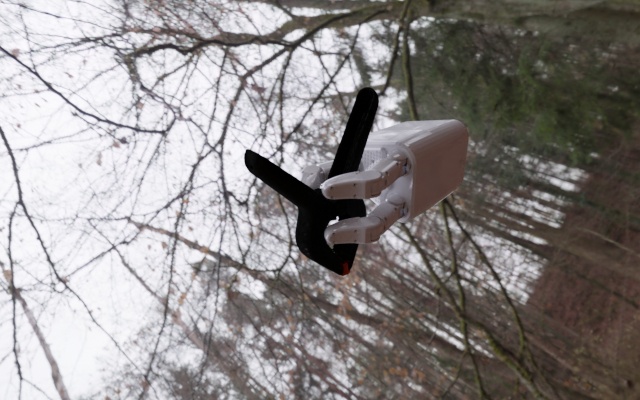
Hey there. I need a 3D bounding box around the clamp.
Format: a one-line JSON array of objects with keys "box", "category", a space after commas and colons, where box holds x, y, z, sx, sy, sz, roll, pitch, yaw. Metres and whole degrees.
[{"box": [0.000, 0.002, 0.503, 0.164, 0.210, 0.036, -26, 38, -33], "category": "clamp"}]
